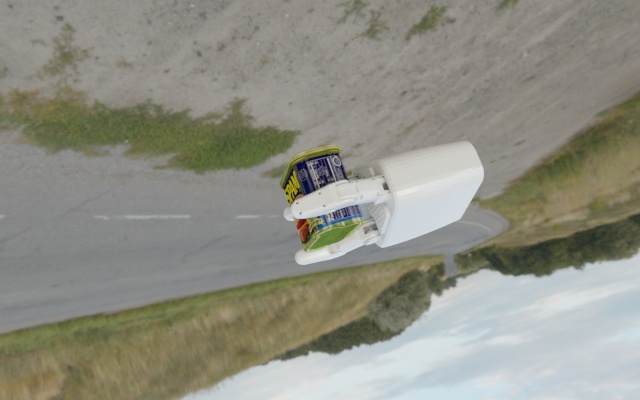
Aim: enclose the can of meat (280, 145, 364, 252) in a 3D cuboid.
[{"bbox_3d":[0.000,0.002,0.510,0.057,0.084,0.102,-15,-14,-17],"label":"can of meat"}]
